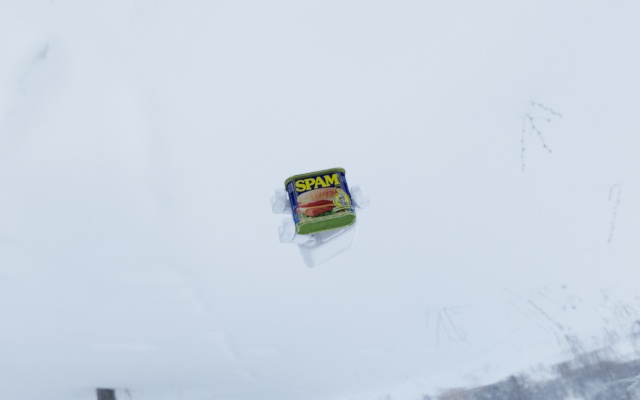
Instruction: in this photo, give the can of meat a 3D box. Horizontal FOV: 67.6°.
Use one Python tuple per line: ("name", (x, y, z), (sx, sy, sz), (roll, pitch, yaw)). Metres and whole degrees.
("can of meat", (0.000, 0.003, 0.757), (0.102, 0.084, 0.057), (-11, -25, -6))
